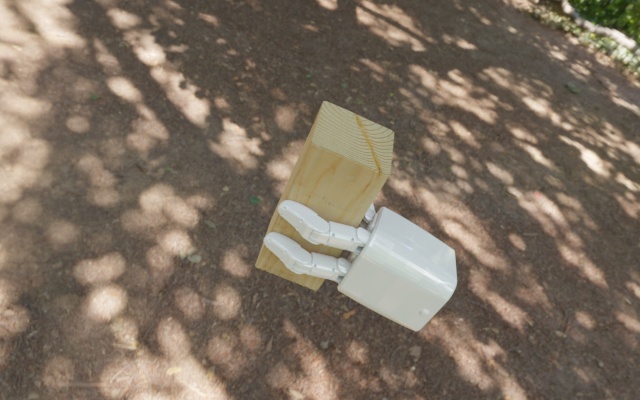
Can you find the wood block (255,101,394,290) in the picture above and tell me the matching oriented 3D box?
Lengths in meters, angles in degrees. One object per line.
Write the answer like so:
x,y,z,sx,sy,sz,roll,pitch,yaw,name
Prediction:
0.001,0.002,0.571,0.090,0.206,0.090,22,40,-6,wood block
